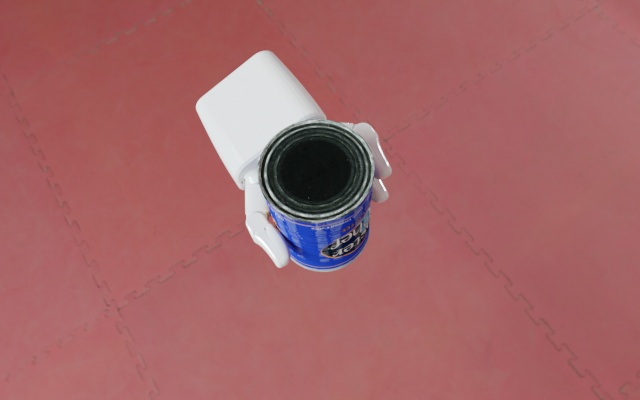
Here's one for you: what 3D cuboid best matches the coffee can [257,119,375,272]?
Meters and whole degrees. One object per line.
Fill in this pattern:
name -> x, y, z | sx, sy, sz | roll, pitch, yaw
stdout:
coffee can -> 0.000, 0.002, 0.475 | 0.103, 0.102, 0.140 | 0, -25, 4
